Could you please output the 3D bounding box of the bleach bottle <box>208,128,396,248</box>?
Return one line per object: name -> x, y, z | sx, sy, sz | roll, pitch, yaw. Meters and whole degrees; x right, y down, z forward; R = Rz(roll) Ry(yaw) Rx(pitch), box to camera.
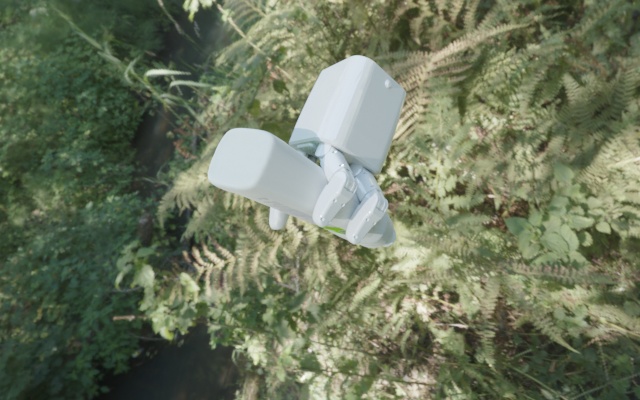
bleach bottle -> 0.000, 0.002, 0.558 | 0.251, 0.068, 0.102 | 29, -10, -41
